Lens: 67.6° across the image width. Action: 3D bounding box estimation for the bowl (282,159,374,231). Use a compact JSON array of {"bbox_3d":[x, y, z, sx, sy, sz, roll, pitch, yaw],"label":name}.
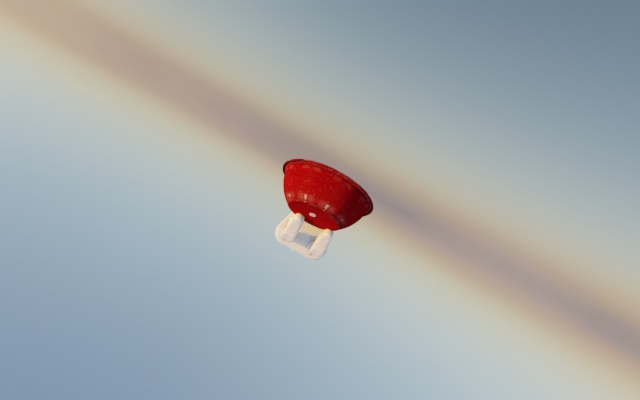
[{"bbox_3d":[0.000,0.002,0.760,0.162,0.055,0.162,24,-22,10],"label":"bowl"}]
